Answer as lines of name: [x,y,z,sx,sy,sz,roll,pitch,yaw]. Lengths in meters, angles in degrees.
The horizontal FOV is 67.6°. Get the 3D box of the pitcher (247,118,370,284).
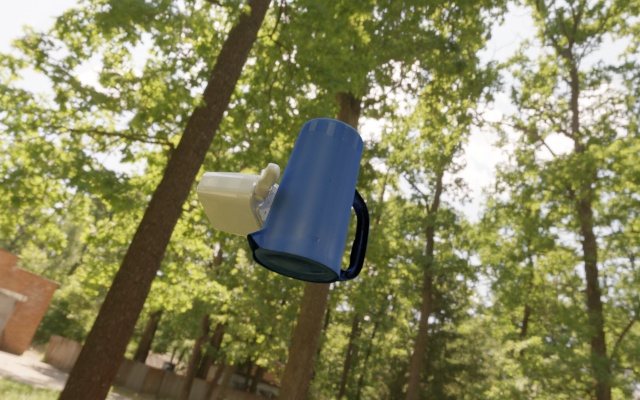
pitcher: [0.000,0.002,0.745,0.145,0.242,0.149,6,-25,22]
